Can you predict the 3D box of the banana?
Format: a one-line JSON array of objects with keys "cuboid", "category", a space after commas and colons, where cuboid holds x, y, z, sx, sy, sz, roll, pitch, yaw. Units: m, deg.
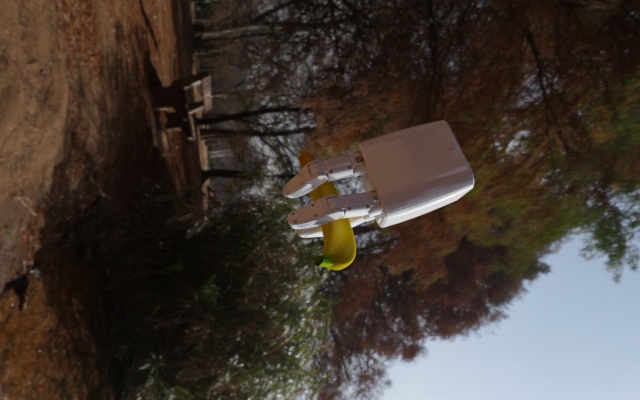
[{"cuboid": [0.009, 0.016, 0.572, 0.037, 0.070, 0.197, -27, 39, 12], "category": "banana"}]
